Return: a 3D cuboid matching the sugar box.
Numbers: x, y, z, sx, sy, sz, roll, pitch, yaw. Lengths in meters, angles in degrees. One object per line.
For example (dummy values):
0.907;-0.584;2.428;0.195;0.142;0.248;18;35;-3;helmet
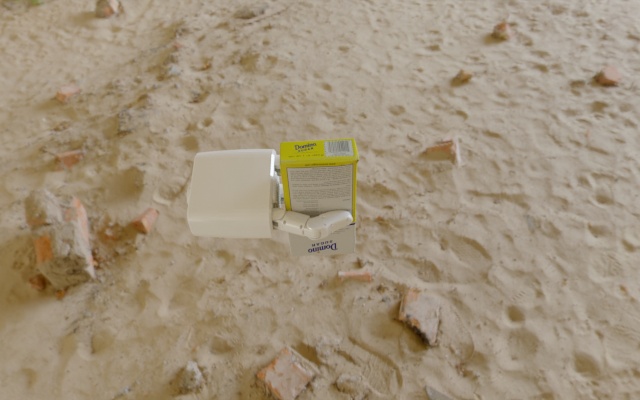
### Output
0.000;0.002;0.623;0.093;0.048;0.176;-2;-42;-1;sugar box
